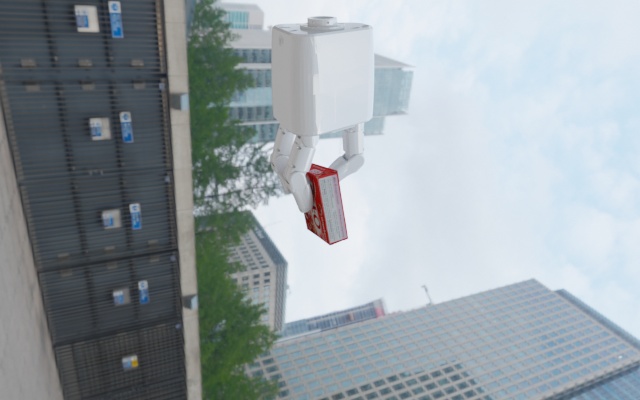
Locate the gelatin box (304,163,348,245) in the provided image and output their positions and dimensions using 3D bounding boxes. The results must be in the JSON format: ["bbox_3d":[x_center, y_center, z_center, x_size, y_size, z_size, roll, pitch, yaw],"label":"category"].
[{"bbox_3d":[0.001,0.002,0.589,0.030,0.089,0.073,-17,18,-19],"label":"gelatin box"}]
